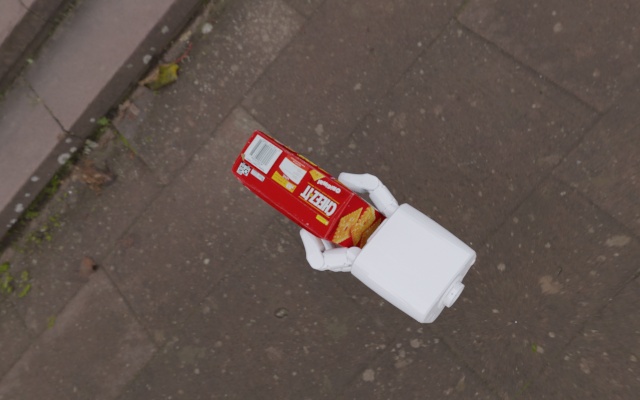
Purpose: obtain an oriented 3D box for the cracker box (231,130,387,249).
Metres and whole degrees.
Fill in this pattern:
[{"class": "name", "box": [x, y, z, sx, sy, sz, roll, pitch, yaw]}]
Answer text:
[{"class": "cracker box", "box": [0.000, 0.002, 0.655, 0.164, 0.072, 0.214, 34, 1, 26]}]
